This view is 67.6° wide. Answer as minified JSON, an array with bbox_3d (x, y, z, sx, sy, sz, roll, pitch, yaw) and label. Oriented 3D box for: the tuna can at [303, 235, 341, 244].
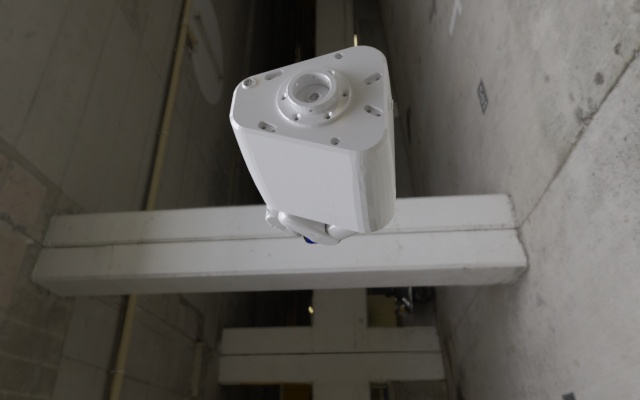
[{"bbox_3d":[0.000,0.002,0.488,0.034,0.086,0.086,-5,-1,9],"label":"tuna can"}]
